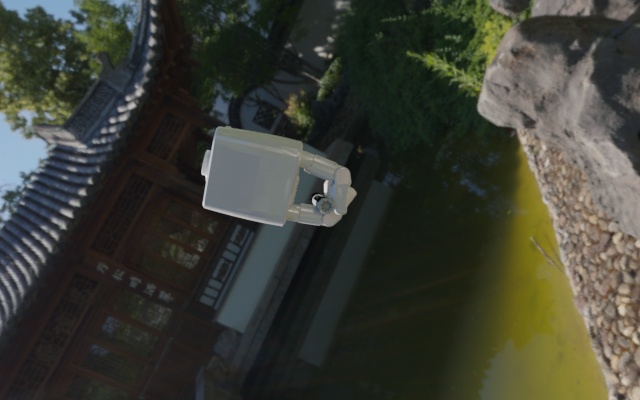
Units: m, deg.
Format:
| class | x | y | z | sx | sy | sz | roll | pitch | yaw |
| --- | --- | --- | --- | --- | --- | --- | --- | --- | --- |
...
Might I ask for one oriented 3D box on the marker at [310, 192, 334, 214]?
| class | x | y | z | sx | sy | sz | roll | pitch | yaw |
| --- | --- | --- | --- | --- | --- | --- | --- | --- | --- |
| marker | 0.000 | 0.002 | 0.643 | 0.020 | 0.020 | 0.121 | 0 | 5 | -7 |
